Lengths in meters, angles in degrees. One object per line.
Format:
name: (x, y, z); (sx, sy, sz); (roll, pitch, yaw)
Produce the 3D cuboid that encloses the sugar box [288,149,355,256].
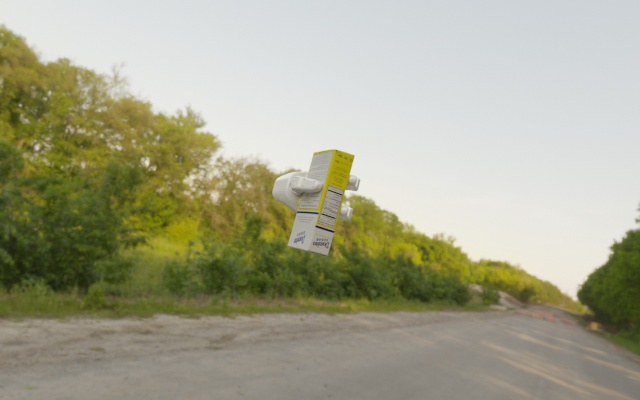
sugar box: (0.001, 0.003, 0.818); (0.048, 0.176, 0.093); (16, -6, -24)
